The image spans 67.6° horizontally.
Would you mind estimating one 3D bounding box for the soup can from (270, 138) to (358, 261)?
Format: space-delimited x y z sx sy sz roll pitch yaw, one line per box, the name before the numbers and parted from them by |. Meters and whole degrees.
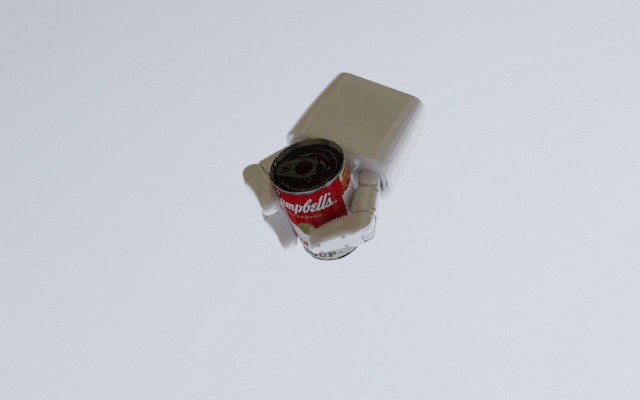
soup can | 0.000 0.002 0.451 0.068 0.068 0.102 0 -41 19
